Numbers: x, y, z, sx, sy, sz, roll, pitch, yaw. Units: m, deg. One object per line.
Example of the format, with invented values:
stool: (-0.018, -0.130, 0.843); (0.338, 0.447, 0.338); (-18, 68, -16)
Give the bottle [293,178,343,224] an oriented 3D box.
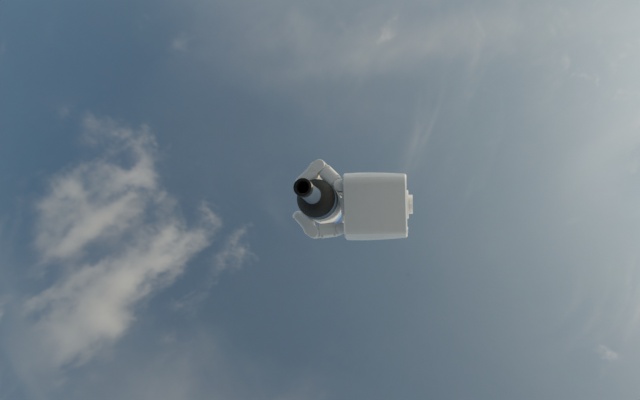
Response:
bottle: (0.000, 0.003, 0.832); (0.069, 0.069, 0.296); (0, -9, 10)
